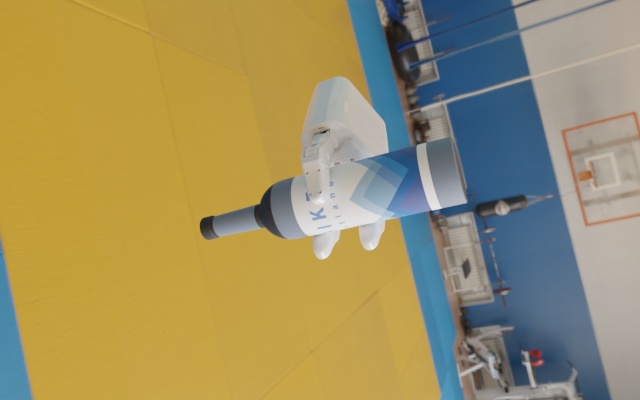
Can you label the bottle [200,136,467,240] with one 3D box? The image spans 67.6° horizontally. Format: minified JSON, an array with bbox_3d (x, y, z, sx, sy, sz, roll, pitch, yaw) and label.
[{"bbox_3d":[0.000,0.002,0.512,0.296,0.069,0.069,-13,-5,20],"label":"bottle"}]
